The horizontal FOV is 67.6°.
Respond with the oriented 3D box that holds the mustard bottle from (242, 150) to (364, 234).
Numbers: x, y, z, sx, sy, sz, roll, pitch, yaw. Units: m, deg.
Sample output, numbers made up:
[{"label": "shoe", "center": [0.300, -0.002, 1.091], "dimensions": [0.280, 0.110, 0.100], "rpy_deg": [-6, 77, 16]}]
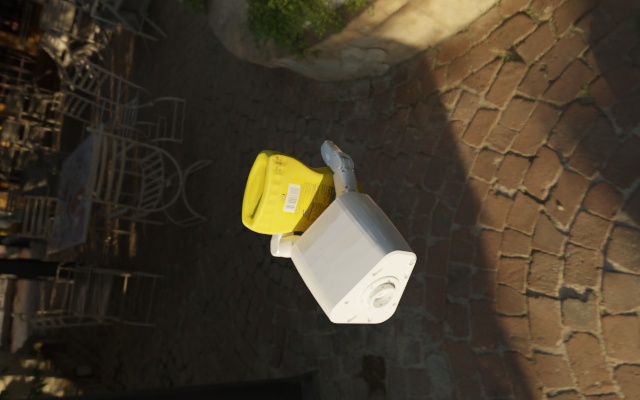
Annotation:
[{"label": "mustard bottle", "center": [0.000, 0.002, 0.607], "dimensions": [0.191, 0.096, 0.058], "rpy_deg": [11, 4, -37]}]
